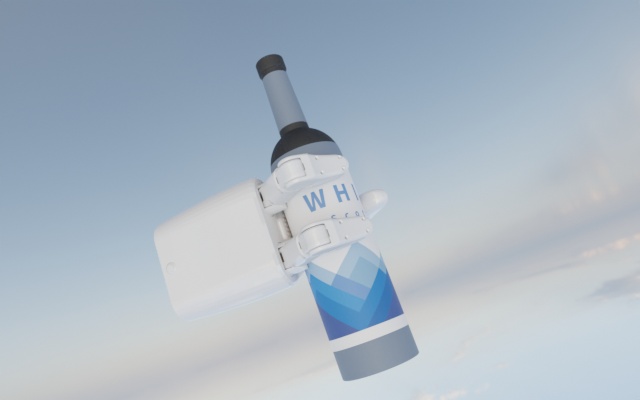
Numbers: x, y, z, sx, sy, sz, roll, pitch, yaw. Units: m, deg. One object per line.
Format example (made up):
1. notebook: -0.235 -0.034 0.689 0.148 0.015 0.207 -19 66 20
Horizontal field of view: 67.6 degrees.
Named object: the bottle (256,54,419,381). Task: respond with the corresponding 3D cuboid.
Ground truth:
1. bottle: 0.000 0.002 0.424 0.069 0.295 0.069 -19 -14 -5
